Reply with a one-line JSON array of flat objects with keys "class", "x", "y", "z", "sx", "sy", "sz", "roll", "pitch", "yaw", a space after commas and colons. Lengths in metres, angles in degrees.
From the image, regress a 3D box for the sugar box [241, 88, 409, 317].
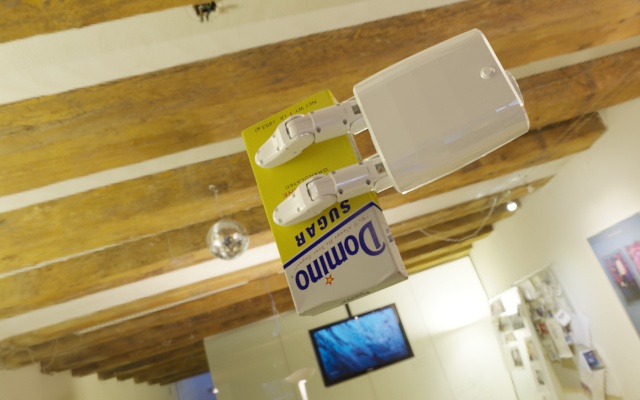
[{"class": "sugar box", "x": 0.000, "y": 0.001, "z": 0.416, "sx": 0.093, "sy": 0.176, "sz": 0.048, "roll": -25, "pitch": -22, "yaw": 13}]
